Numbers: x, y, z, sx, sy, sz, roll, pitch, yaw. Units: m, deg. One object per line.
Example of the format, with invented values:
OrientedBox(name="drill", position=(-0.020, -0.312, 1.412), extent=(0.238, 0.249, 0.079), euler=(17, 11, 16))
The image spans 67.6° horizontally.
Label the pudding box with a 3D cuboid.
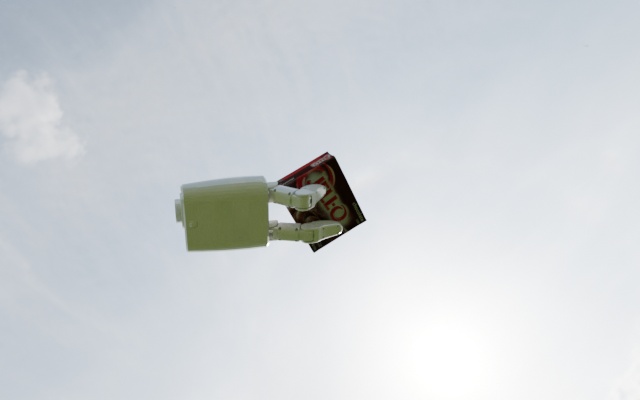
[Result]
OrientedBox(name="pudding box", position=(0.000, 0.002, 0.662), extent=(0.090, 0.113, 0.039), euler=(-31, 27, -5))
